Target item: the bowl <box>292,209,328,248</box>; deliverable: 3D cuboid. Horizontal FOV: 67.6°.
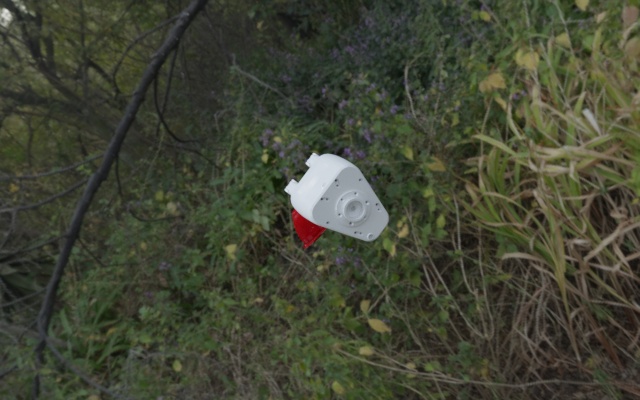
[{"bbox_3d":[-0.001,0.003,0.827,0.055,0.162,0.162,37,-4,-6],"label":"bowl"}]
